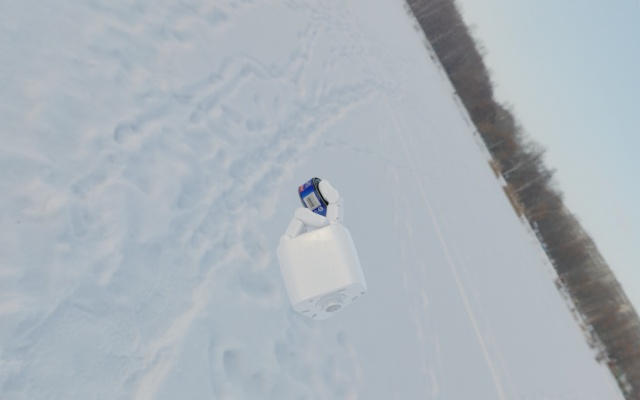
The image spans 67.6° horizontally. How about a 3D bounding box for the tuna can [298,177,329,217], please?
[{"bbox_3d":[0.001,0.002,0.822,0.034,0.086,0.086,-34,-11,16],"label":"tuna can"}]
